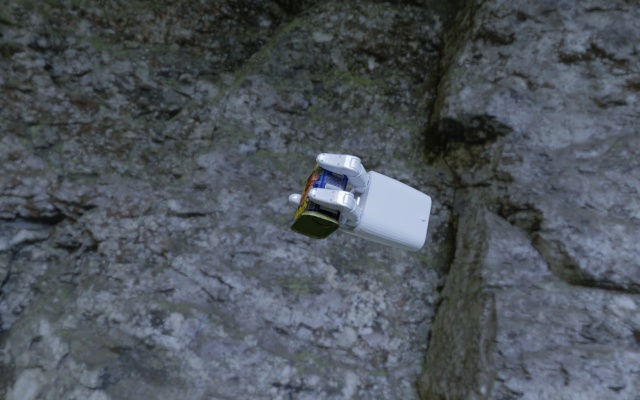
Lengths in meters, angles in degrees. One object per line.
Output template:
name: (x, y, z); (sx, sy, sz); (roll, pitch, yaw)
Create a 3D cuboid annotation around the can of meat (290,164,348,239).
can of meat: (0.000, 0.002, 0.709); (0.057, 0.084, 0.102); (19, -22, -11)
